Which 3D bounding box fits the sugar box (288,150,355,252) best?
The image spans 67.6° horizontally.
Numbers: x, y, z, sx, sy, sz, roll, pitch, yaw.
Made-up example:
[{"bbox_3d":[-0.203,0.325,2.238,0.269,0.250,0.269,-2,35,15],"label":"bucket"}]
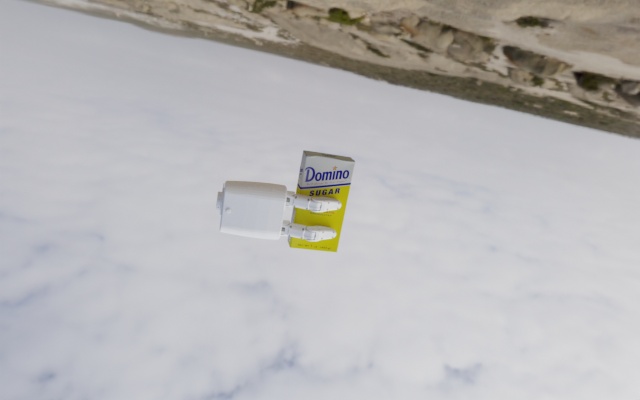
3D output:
[{"bbox_3d":[0.000,0.003,0.872,0.093,0.176,0.048,6,17,-13],"label":"sugar box"}]
